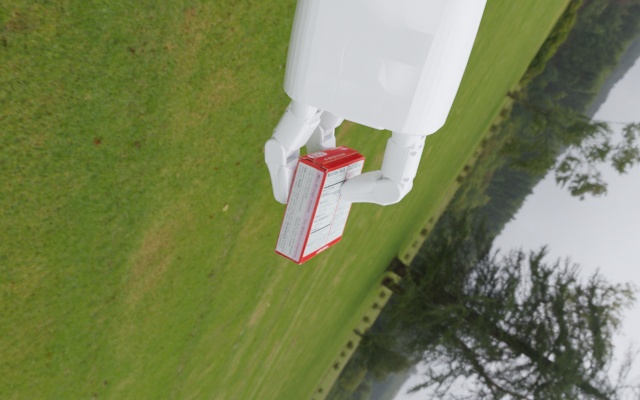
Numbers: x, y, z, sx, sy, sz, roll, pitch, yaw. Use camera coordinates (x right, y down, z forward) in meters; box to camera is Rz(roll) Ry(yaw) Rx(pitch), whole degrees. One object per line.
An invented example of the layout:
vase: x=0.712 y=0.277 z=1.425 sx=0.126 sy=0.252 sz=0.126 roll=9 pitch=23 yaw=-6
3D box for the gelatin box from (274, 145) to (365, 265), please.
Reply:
gelatin box: x=0.000 y=0.002 z=0.408 sx=0.030 sy=0.089 sz=0.073 roll=25 pitch=23 yaw=23
